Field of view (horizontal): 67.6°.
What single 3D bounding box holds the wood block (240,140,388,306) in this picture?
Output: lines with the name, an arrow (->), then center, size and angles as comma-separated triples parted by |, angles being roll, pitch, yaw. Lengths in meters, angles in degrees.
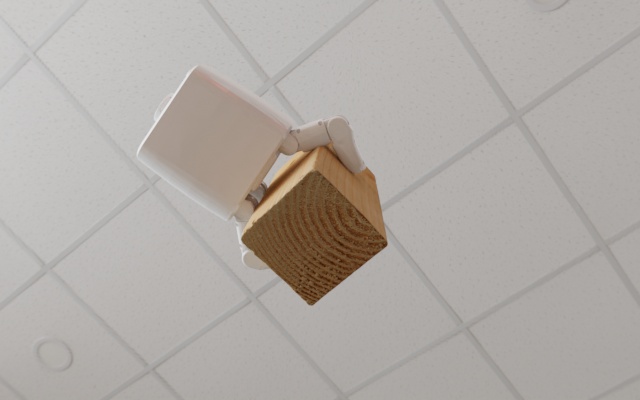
wood block -> 0.000, 0.001, 0.485 | 0.091, 0.090, 0.206 | -42, 11, 15
